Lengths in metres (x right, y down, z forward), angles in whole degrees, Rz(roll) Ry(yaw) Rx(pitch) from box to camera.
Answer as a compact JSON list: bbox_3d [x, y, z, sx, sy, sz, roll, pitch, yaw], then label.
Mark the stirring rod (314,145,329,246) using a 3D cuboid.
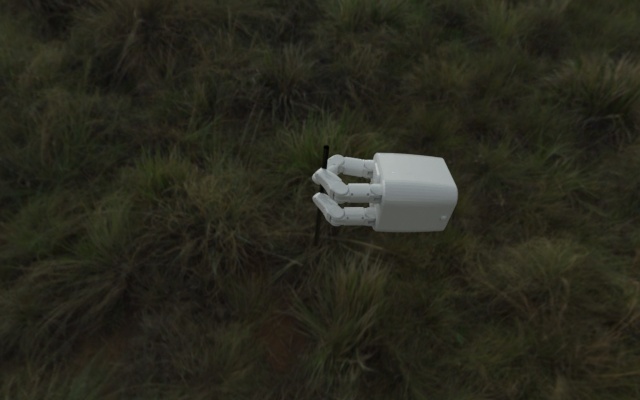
[{"bbox_3d":[0.000,0.002,0.740,0.011,0.011,0.240,0,-38,-5],"label":"stirring rod"}]
